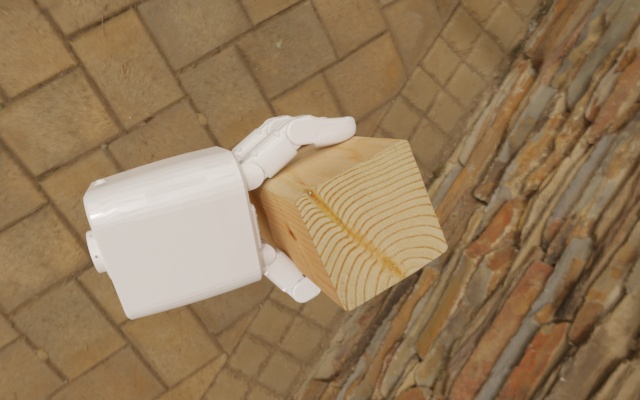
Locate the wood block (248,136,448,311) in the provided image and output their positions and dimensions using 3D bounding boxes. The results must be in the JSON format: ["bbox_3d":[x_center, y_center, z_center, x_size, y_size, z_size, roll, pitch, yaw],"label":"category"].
[{"bbox_3d":[0.000,0.002,0.409,0.090,0.091,0.206,-29,18,-15],"label":"wood block"}]
